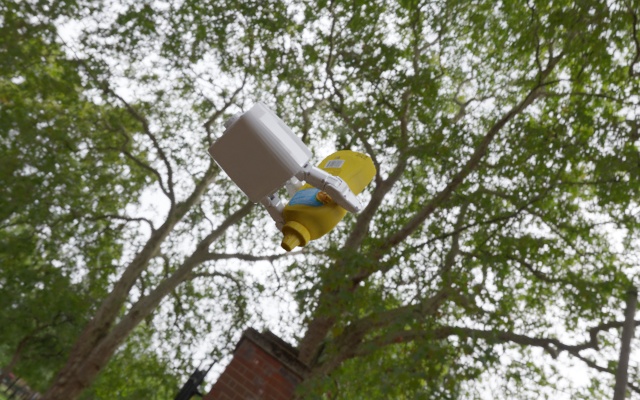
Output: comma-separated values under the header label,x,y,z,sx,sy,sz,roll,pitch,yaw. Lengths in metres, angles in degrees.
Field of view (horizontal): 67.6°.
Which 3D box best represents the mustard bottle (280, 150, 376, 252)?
label,x,y,z,sx,sy,sz,roll,pitch,yaw
mustard bottle,0.000,0.002,0.704,0.096,0.058,0.191,3,42,39
